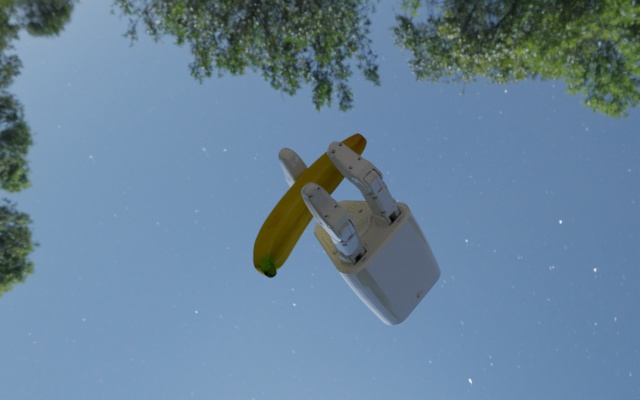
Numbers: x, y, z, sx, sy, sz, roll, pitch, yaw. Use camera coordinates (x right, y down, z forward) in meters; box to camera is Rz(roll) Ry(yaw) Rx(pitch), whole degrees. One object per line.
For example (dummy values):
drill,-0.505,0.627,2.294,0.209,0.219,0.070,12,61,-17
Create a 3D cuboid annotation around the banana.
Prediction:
banana,-0.015,0.007,0.474,0.069,0.037,0.197,-12,36,44
